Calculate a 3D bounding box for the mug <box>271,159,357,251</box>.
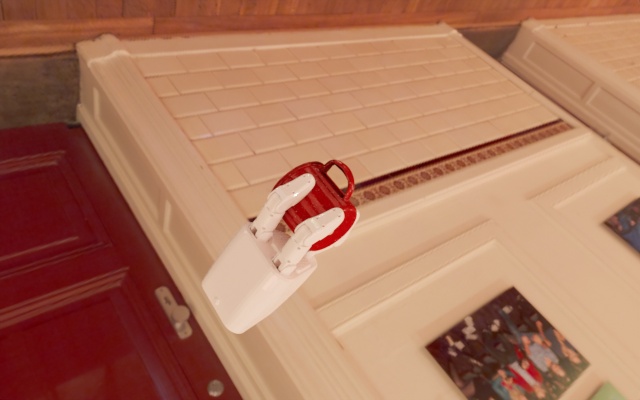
[{"bbox_3d":[0.001,0.001,0.608,0.081,0.117,0.093,51,23,26],"label":"mug"}]
